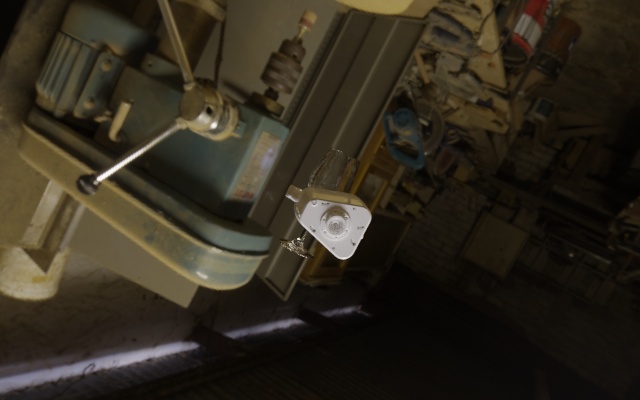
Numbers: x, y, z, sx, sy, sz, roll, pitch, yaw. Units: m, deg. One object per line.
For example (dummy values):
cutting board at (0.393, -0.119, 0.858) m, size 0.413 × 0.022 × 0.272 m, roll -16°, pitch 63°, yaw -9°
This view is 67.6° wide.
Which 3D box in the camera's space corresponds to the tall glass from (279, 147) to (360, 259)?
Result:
tall glass at (0.000, 0.003, 0.886) m, size 0.079 × 0.201 × 0.079 m, roll 27°, pitch 5°, yaw -3°
